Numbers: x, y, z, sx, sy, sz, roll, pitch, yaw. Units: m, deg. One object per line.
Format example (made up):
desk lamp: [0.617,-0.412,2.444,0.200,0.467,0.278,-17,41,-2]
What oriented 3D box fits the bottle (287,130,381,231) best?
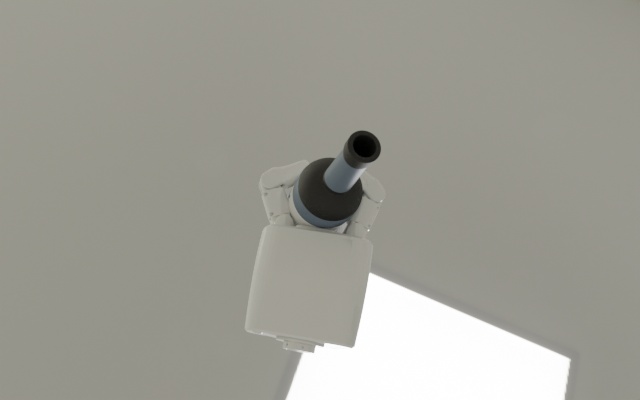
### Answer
bottle: [0.000,0.002,0.503,0.069,0.069,0.296,0,-17,-14]
